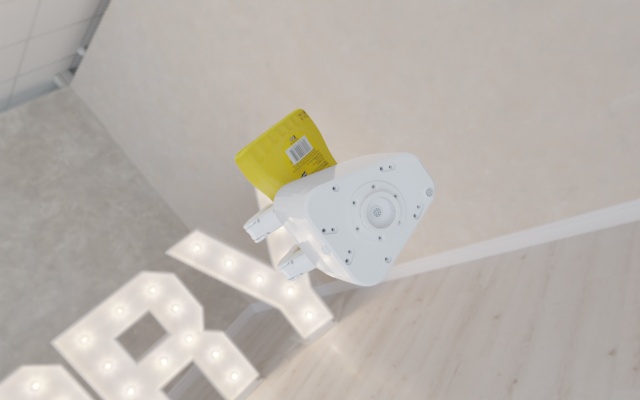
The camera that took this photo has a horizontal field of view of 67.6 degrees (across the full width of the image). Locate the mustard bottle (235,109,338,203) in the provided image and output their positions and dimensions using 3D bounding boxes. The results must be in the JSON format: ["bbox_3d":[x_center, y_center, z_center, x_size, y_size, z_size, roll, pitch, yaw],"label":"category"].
[{"bbox_3d":[0.000,0.002,0.519,0.058,0.191,0.096,-23,17,51],"label":"mustard bottle"}]
